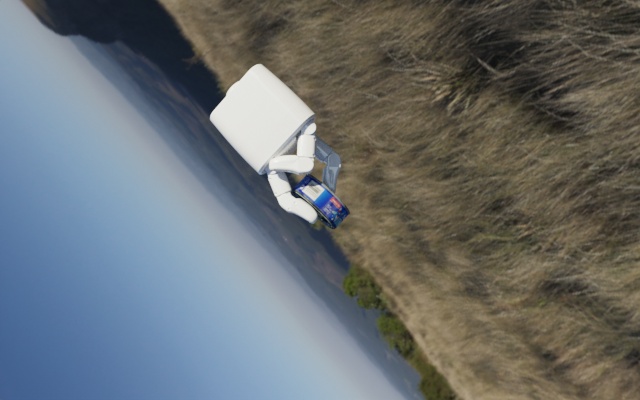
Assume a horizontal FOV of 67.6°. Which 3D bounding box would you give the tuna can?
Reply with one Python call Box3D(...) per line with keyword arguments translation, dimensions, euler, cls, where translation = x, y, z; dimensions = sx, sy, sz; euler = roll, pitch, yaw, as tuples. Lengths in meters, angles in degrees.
Box3D(translation=(0.000, 0.003, 0.694), dimensions=(0.086, 0.034, 0.086), euler=(42, -8, 7), cls="tuna can")
